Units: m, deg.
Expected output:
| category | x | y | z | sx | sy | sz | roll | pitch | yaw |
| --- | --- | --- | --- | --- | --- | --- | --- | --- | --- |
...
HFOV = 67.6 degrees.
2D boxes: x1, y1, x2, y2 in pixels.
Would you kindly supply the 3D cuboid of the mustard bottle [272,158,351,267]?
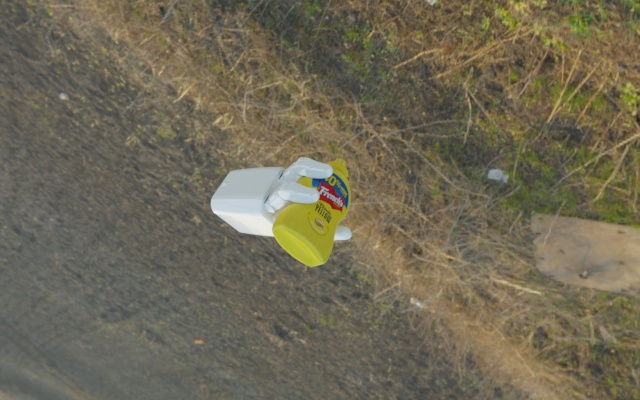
| category | x | y | z | sx | sy | sz | roll | pitch | yaw |
| --- | --- | --- | --- | --- | --- | --- | --- | --- | --- |
| mustard bottle | 0.000 | 0.003 | 0.751 | 0.096 | 0.191 | 0.058 | 44 | -41 | -21 |
